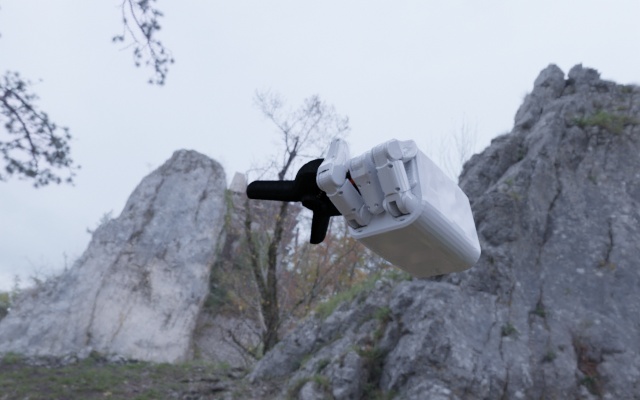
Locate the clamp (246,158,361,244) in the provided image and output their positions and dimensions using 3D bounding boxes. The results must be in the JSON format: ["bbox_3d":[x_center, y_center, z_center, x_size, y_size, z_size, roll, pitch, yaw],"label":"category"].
[{"bbox_3d":[0.000,0.001,0.559,0.120,0.039,0.171,38,-33,-28],"label":"clamp"}]
